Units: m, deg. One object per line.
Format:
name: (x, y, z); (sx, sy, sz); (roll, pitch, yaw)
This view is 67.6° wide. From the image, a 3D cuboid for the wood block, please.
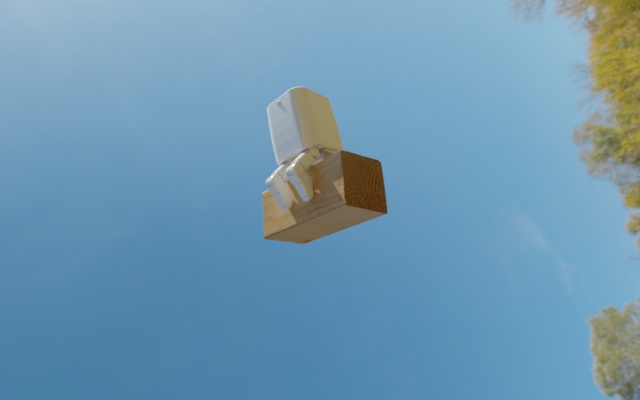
wood block: (0.000, 0.002, 0.784); (0.091, 0.090, 0.206); (10, -23, -39)
